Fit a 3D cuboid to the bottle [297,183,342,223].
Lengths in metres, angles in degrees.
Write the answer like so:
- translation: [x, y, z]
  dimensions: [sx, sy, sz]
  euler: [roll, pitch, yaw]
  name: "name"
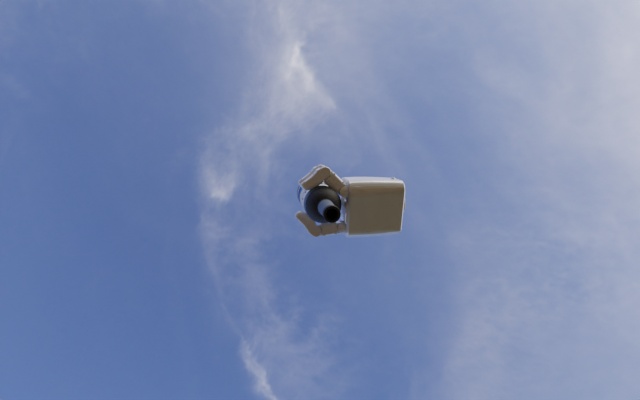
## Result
- translation: [0.000, 0.003, 0.891]
  dimensions: [0.069, 0.069, 0.295]
  euler: [0, 7, -7]
  name: "bottle"
